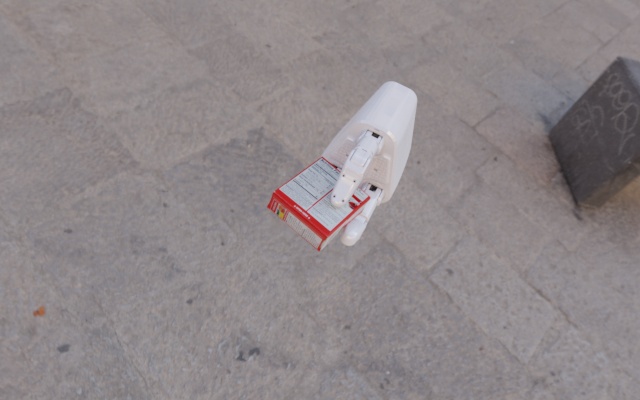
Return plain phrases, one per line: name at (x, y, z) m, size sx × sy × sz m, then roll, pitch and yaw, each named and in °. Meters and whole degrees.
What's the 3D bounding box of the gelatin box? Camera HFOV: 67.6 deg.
gelatin box at (0.000, 0.002, 0.506) m, size 0.073 × 0.030 × 0.089 m, roll 40°, pitch 46°, yaw 12°
